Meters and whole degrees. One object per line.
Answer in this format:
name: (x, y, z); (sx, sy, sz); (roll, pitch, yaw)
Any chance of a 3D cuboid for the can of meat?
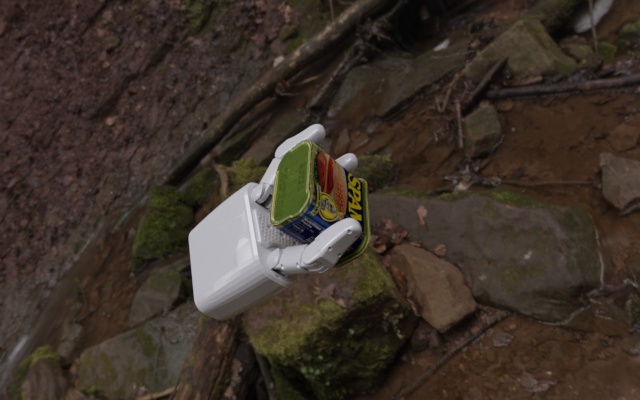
can of meat: (0.000, 0.001, 0.470); (0.057, 0.102, 0.084); (-31, -51, 32)
